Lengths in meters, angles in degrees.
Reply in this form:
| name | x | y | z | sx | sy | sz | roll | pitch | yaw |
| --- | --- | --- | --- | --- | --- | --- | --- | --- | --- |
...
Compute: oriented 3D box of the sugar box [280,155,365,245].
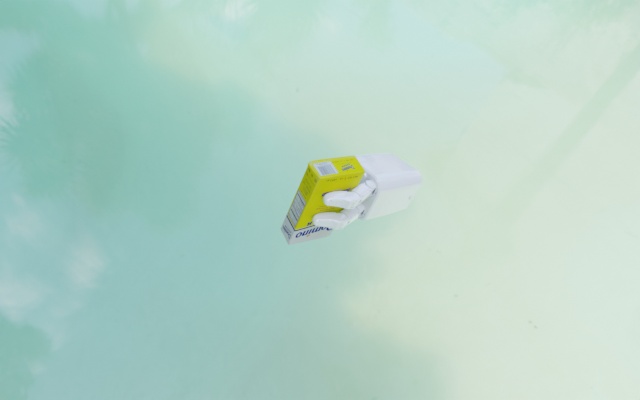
| name | x | y | z | sx | sy | sz | roll | pitch | yaw |
| --- | --- | --- | --- | --- | --- | --- | --- | --- | --- |
| sugar box | 0.001 | 0.003 | 0.820 | 0.093 | 0.048 | 0.176 | -10 | -38 | -31 |
